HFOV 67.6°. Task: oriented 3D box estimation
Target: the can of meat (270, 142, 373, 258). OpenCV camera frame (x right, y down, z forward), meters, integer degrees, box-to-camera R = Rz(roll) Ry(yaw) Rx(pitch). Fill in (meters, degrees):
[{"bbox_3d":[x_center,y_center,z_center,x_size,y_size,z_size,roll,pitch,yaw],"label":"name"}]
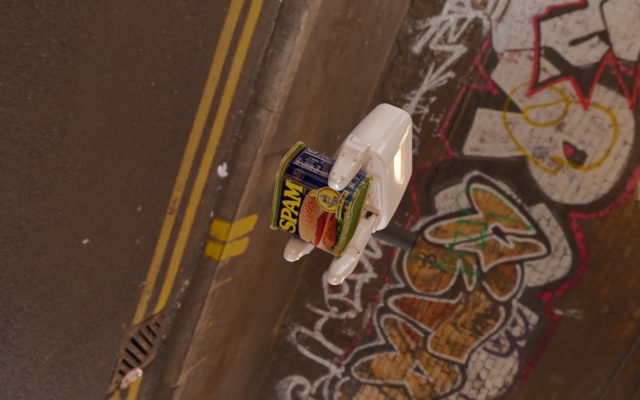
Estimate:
[{"bbox_3d":[0.000,0.002,0.498,0.084,0.102,0.057,24,43,13],"label":"can of meat"}]
